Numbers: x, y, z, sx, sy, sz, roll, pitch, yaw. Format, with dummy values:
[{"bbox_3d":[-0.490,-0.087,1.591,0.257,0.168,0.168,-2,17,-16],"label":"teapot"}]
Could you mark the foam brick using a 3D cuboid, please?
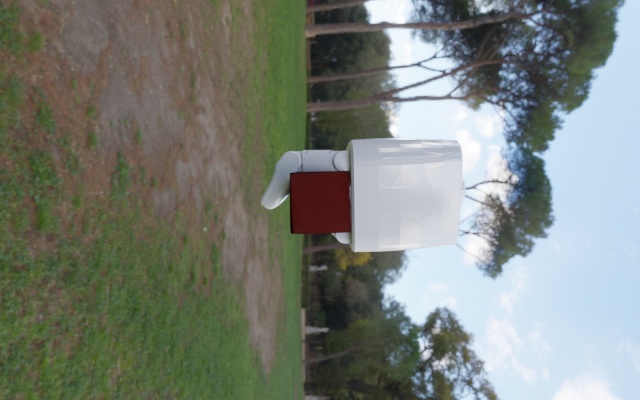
[{"bbox_3d":[0.000,0.002,0.432,0.051,0.053,0.078,-1,1,0],"label":"foam brick"}]
